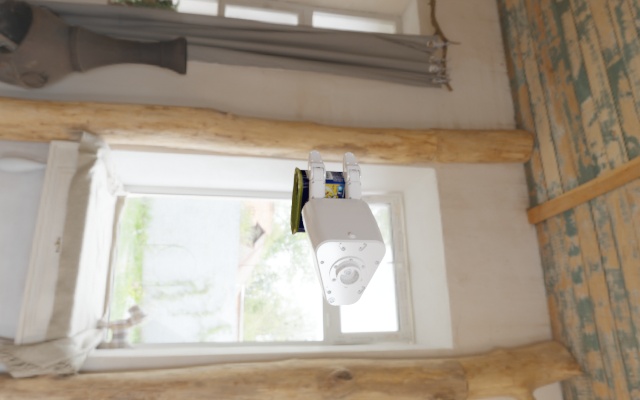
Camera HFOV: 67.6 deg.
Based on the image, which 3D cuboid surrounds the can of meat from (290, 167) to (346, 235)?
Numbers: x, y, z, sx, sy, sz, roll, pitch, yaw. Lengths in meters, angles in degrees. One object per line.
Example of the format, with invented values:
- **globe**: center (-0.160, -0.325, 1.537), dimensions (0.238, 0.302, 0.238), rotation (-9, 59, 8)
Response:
- **can of meat**: center (0.000, 0.002, 0.736), dimensions (0.084, 0.102, 0.057), rotation (2, 24, -10)
